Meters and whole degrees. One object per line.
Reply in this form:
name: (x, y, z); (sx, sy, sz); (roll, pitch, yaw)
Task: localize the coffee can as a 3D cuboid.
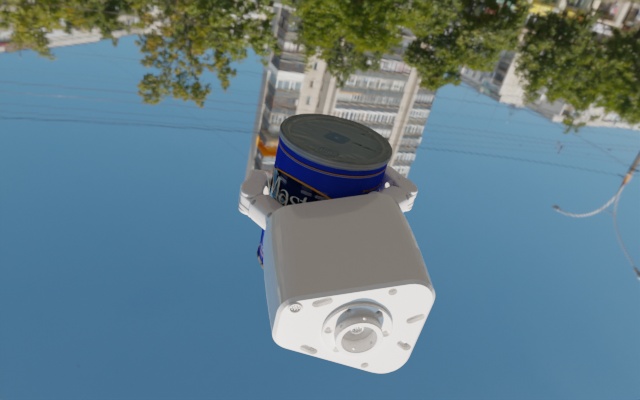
coffee can: (0.000, 0.001, 0.459); (0.103, 0.140, 0.102); (11, 30, -6)
